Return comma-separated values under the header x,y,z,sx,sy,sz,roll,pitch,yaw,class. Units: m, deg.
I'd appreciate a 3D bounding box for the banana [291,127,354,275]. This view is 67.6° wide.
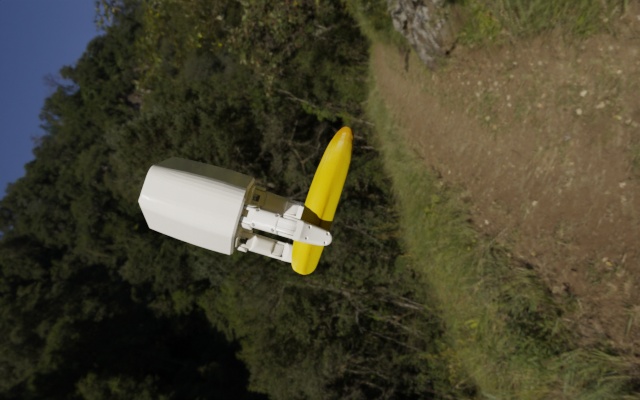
x,y,z,sx,sy,sz,roll,pitch,yaw,class
-0.002,0.011,0.558,0.037,0.198,0.069,17,19,-3,banana
